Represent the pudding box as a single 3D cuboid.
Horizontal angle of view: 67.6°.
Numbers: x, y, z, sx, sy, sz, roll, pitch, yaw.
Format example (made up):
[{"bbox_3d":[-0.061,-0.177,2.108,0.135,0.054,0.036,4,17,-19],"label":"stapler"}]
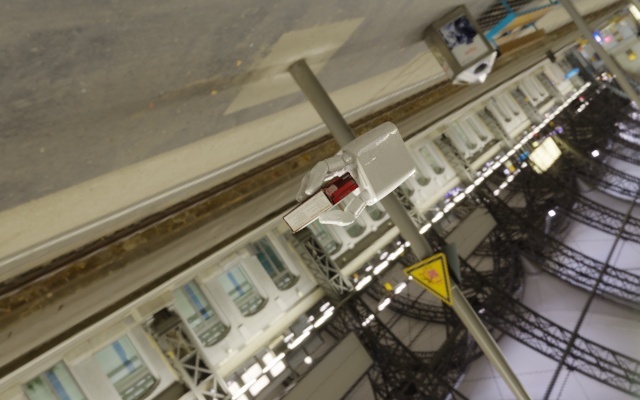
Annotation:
[{"bbox_3d":[0.000,0.003,0.819,0.113,0.039,0.090,-38,-3,40],"label":"pudding box"}]
